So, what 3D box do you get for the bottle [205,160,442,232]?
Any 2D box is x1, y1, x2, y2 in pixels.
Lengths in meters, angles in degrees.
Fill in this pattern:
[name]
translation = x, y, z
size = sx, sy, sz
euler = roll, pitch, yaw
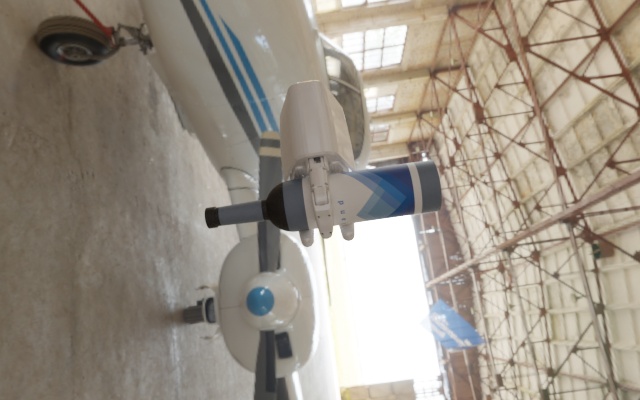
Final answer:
[bottle]
translation = 0.000, 0.002, 0.611
size = 0.296, 0.069, 0.069
euler = -8, 0, 1
